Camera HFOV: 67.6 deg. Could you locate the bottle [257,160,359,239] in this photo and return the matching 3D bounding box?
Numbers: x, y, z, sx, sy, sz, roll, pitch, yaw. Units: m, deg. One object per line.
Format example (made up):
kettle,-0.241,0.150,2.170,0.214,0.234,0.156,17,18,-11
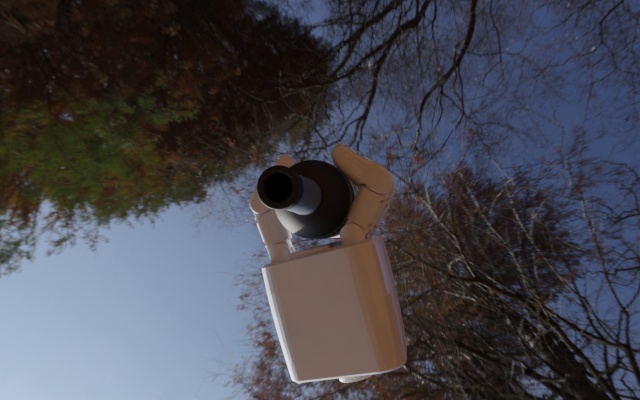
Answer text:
bottle,0.000,0.001,0.436,0.069,0.069,0.296,0,-4,10
